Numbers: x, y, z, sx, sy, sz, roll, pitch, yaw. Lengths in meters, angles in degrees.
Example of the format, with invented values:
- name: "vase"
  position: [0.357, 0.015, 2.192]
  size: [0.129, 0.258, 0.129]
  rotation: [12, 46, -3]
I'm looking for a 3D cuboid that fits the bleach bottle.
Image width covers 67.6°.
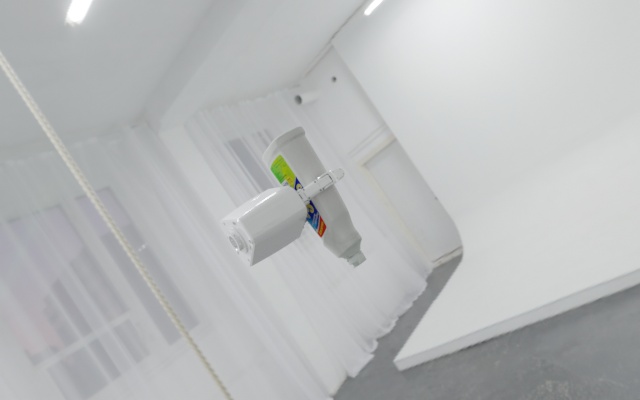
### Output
- name: "bleach bottle"
  position: [0.000, 0.003, 0.819]
  size: [0.068, 0.251, 0.102]
  rotation: [-33, -4, -29]
